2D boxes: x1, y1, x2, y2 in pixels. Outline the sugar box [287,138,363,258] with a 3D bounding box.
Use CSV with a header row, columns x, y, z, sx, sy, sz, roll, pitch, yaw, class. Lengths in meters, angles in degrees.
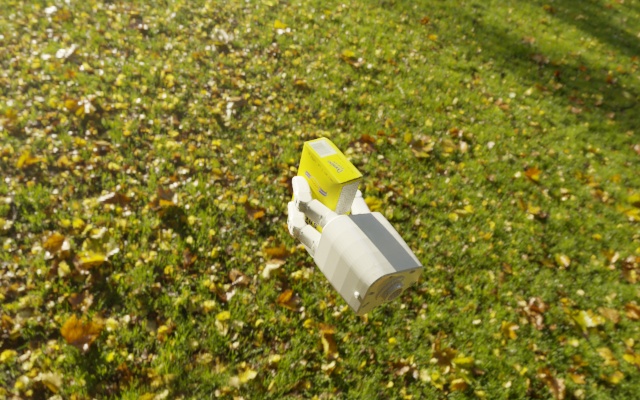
x,y,z,sx,sy,sz,roll,pitch,yaw,class
0.000,0.003,0.717,0.048,0.176,0.093,-18,53,-32,sugar box
